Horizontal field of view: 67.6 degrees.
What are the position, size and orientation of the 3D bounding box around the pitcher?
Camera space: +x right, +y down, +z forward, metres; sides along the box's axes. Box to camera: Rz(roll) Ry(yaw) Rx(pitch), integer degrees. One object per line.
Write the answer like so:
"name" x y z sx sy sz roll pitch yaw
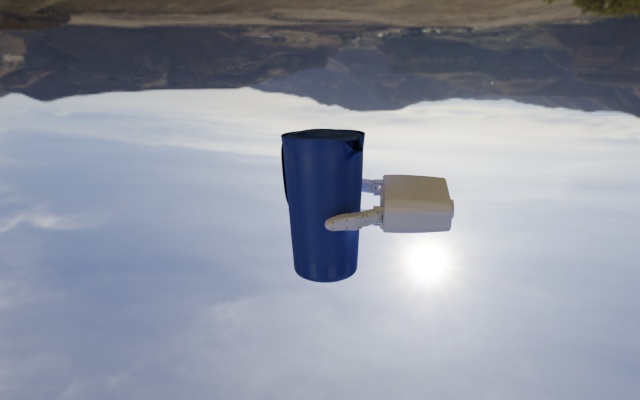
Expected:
"pitcher" 0.000 0.003 0.790 0.145 0.243 0.149 0 15 4
